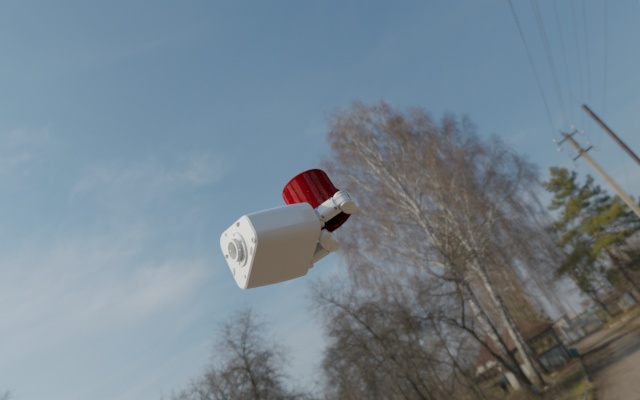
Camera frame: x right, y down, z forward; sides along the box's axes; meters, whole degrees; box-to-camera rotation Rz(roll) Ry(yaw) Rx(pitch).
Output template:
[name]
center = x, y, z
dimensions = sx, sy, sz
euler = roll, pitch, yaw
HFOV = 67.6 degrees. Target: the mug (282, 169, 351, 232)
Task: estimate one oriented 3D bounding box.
[mug]
center = 0.001, 0.002, 0.769
dimensions = 0.117, 0.081, 0.093
euler = -9, -33, -39
